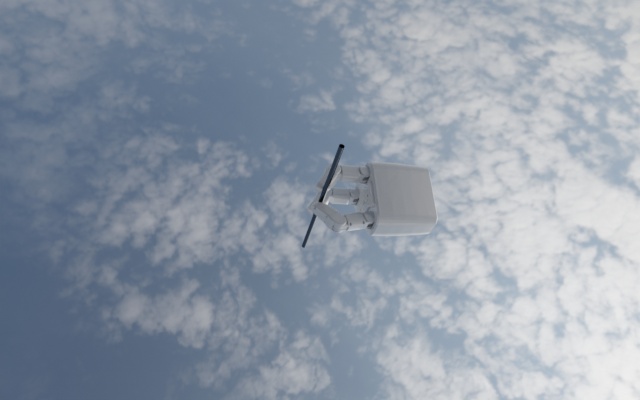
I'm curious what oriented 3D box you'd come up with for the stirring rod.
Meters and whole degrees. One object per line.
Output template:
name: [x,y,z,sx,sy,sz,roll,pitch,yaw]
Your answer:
stirring rod: [0.000,0.002,0.735,0.011,0.011,0.240,0,-39,-18]
